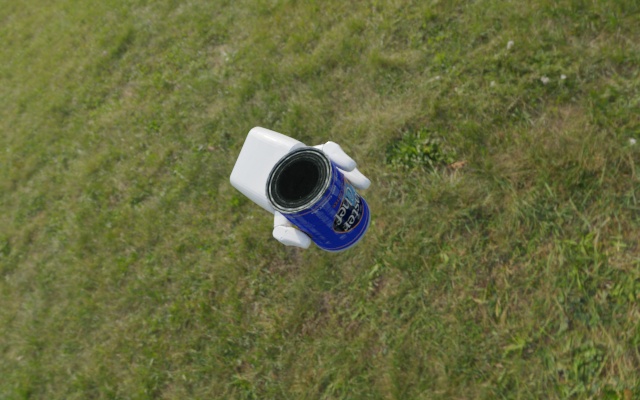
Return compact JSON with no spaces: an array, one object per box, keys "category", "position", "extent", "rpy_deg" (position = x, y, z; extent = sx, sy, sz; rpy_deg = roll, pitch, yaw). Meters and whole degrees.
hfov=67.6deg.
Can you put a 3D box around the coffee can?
[{"category":"coffee can","position":[0.000,0.002,0.691],"extent":[0.103,0.102,0.140],"rpy_deg":[0,-27,30]}]
